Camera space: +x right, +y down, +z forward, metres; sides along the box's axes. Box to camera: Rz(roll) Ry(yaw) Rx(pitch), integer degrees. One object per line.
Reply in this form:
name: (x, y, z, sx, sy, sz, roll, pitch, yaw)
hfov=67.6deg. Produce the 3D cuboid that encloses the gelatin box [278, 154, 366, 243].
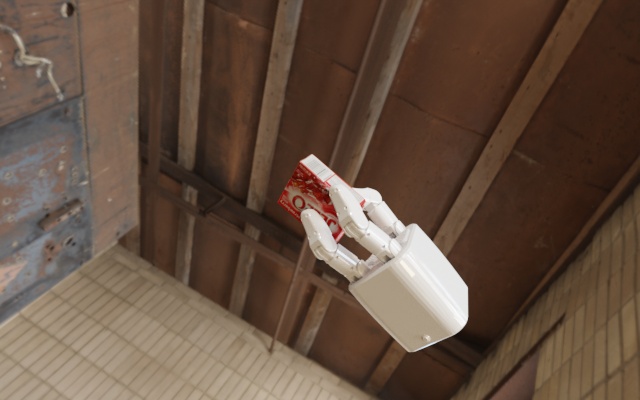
gelatin box: (0.000, 0.001, 0.568, 0.089, 0.073, 0.030, 41, 40, 11)
